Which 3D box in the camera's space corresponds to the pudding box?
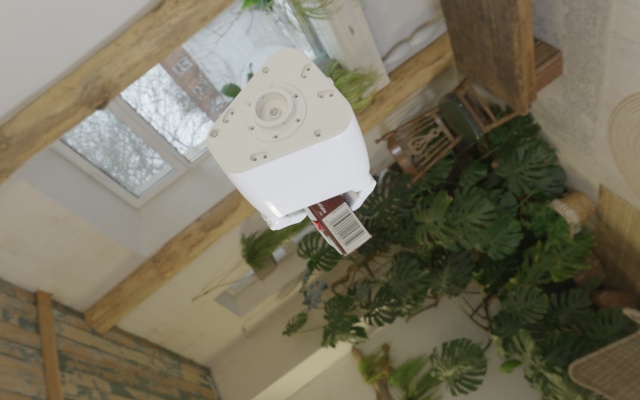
[{"bbox_3d":[0.000,0.002,0.522,0.039,0.113,0.090,-36,7,-5],"label":"pudding box"}]
